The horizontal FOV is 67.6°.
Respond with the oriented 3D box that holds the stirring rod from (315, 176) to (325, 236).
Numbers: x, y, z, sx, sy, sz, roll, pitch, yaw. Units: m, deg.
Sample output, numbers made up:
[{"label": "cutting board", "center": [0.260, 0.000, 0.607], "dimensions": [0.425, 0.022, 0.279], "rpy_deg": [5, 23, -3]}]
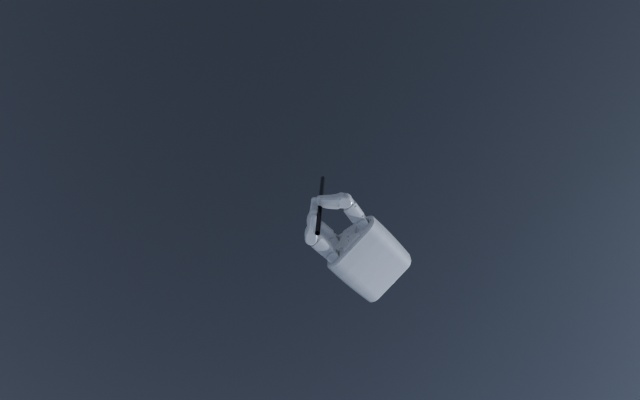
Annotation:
[{"label": "stirring rod", "center": [0.000, 0.003, 0.826], "dimensions": [0.011, 0.011, 0.239], "rpy_deg": [0, 23, 2]}]
